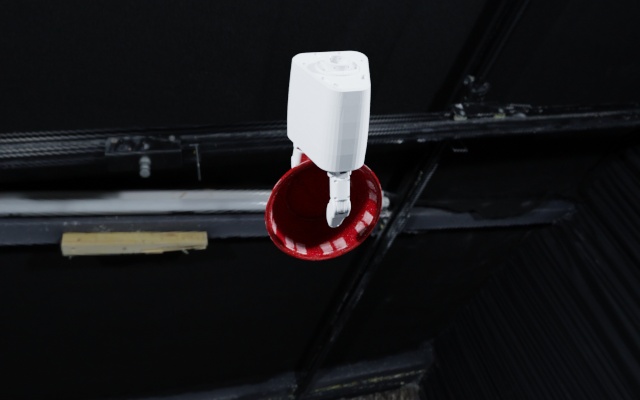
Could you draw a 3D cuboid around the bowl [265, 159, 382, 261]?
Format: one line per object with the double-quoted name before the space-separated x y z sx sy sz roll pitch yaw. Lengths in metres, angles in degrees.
"bowl" 0.000 0.003 0.656 0.162 0.162 0.055 0 29 -17
